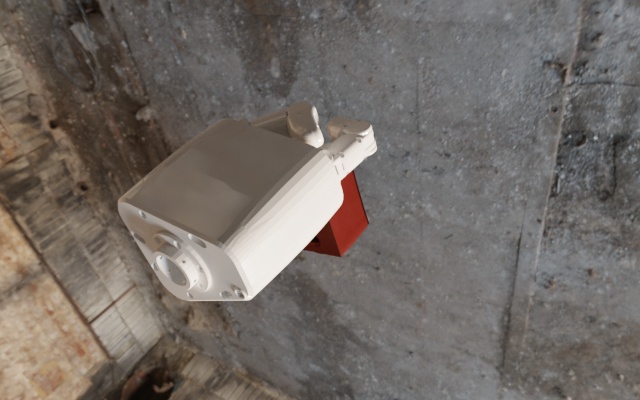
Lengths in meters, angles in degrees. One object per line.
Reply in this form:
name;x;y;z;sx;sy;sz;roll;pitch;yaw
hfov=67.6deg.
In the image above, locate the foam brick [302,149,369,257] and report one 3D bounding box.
foam brick;0.000;0.002;0.410;0.053;0.078;0.051;6;39;36
